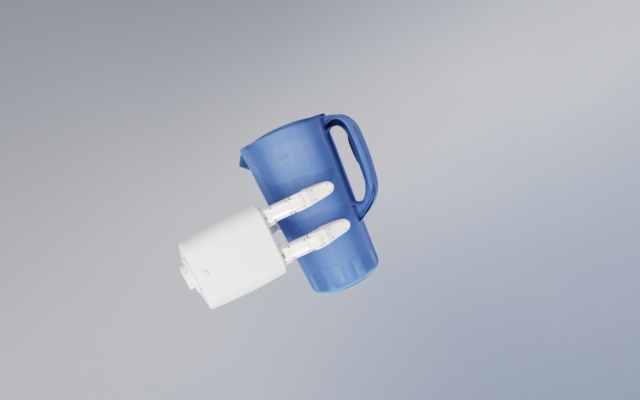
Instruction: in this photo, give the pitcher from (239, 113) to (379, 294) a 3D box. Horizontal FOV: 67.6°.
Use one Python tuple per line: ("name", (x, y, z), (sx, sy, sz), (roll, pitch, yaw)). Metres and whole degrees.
("pitcher", (0.000, 0.002, 0.689), (0.145, 0.243, 0.149), (-27, 7, -23))
